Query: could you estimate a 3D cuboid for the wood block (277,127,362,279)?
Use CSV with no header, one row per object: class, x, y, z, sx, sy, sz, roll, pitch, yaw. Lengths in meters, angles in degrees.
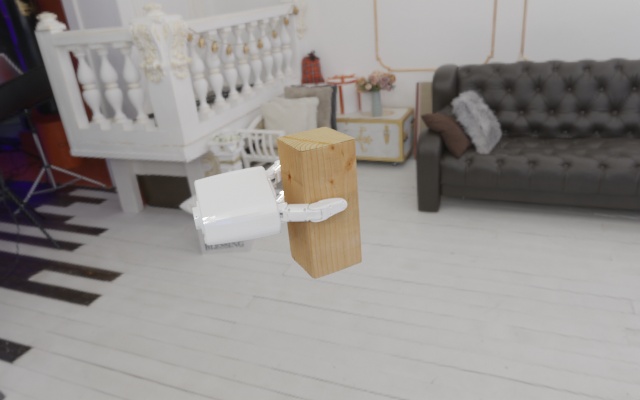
wood block,0.000,0.003,0.741,0.090,0.206,0.090,-16,26,-23
